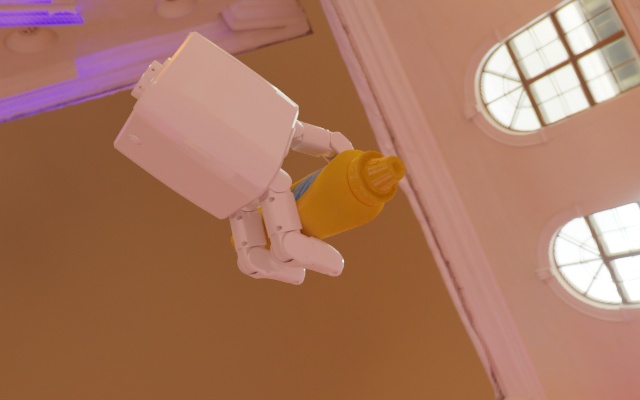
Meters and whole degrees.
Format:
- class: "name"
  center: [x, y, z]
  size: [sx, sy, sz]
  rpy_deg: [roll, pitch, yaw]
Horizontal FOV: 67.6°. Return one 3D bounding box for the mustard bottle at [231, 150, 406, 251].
- class: "mustard bottle"
  center: [0.000, 0.002, 0.415]
  size: [0.096, 0.058, 0.192]
  rpy_deg: [-41, 9, -38]
